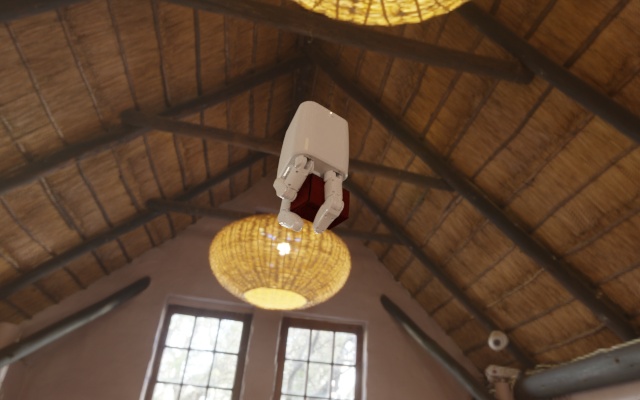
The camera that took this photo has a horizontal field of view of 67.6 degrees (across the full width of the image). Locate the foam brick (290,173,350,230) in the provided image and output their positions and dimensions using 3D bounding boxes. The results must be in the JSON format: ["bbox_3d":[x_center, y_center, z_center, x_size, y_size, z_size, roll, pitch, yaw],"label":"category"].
[{"bbox_3d":[0.000,0.003,0.740,0.078,0.051,0.053,25,-37,-29],"label":"foam brick"}]
